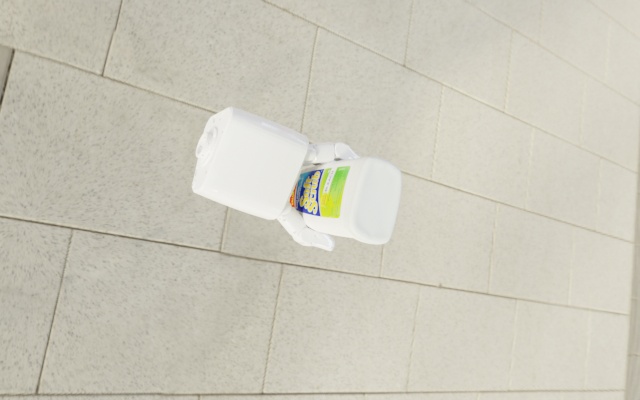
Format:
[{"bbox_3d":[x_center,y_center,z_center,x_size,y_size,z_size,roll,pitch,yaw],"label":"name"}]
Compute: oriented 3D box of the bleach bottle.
[{"bbox_3d":[0.000,0.002,0.644,0.068,0.102,0.251,20,-12,-30],"label":"bleach bottle"}]
